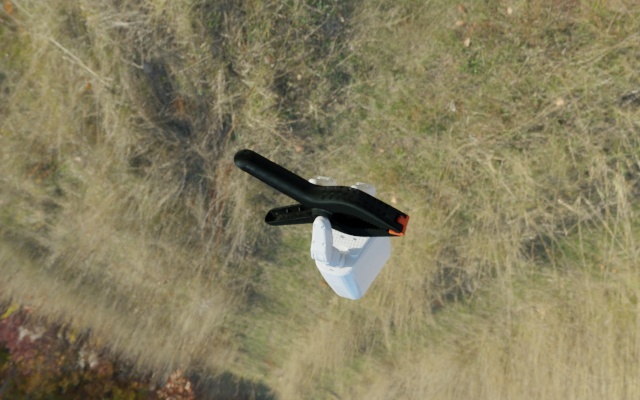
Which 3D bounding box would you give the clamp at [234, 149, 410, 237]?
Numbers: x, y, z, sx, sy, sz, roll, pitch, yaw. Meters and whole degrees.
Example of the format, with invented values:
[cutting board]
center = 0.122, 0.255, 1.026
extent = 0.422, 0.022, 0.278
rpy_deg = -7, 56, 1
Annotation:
[clamp]
center = 0.000, 0.003, 0.577
extent = 0.210, 0.036, 0.165
rpy_deg = 10, -26, 22
